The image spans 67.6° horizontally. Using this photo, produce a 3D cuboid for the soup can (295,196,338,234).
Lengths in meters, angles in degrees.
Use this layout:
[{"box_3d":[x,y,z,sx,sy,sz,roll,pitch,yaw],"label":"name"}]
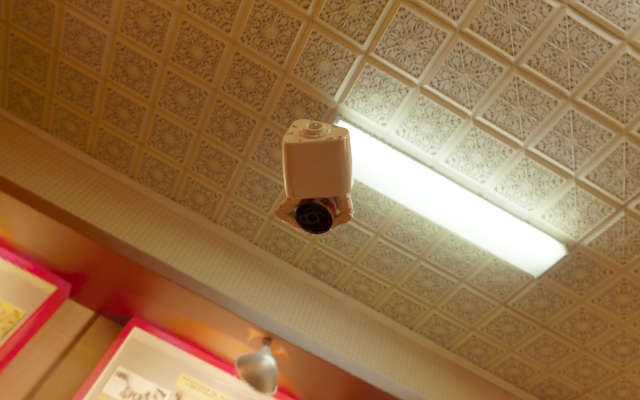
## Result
[{"box_3d":[0.000,0.003,0.856,0.068,0.068,0.102,0,34,17],"label":"soup can"}]
